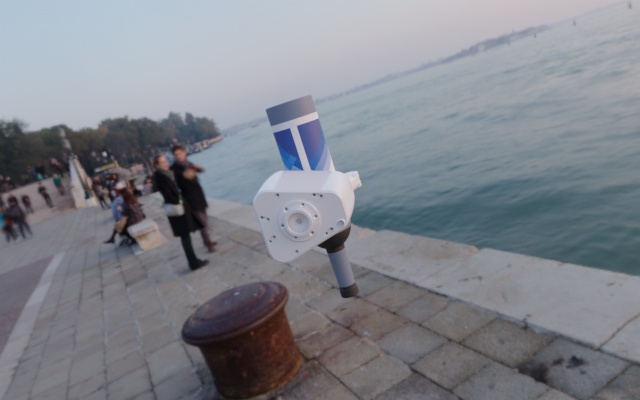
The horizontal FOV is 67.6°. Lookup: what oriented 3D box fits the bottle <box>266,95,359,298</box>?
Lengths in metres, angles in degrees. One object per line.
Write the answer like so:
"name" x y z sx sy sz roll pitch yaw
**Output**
"bottle" 0.000 0.002 0.683 0.069 0.296 0.069 -17 11 4
